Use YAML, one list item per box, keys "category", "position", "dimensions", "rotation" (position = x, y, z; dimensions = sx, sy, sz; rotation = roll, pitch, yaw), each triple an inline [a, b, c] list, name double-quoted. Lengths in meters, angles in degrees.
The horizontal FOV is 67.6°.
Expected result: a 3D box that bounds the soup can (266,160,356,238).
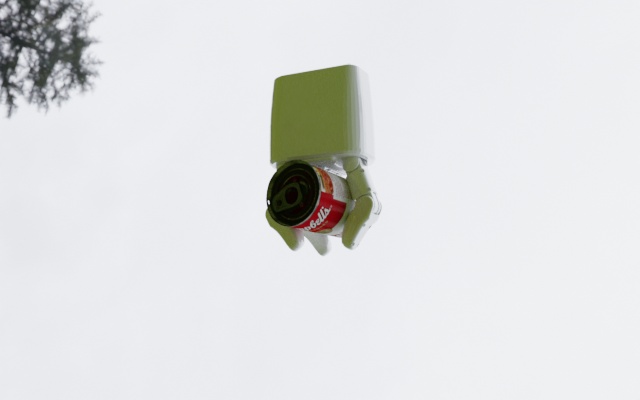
- category: "soup can"
  position: [0.000, 0.002, 0.512]
  dimensions: [0.068, 0.068, 0.102]
  rotation: [0, -11, 35]
